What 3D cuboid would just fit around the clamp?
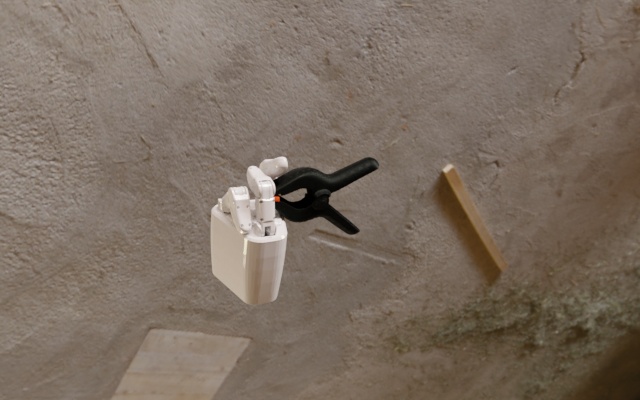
[{"bbox_3d":[0.000,0.002,0.664,0.171,0.120,0.039,-6,23,-23],"label":"clamp"}]
